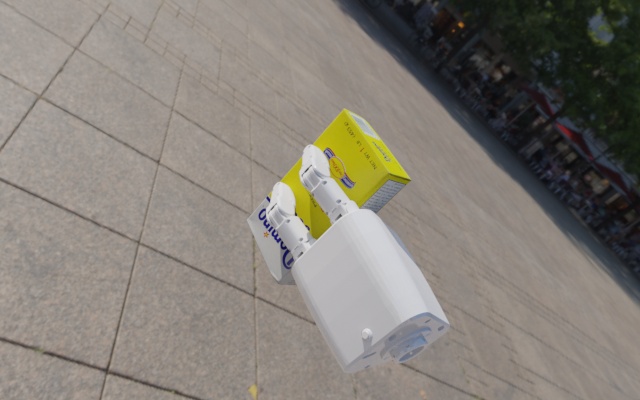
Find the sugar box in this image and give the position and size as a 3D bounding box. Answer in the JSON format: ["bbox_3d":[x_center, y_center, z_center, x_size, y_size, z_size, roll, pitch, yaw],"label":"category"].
[{"bbox_3d":[0.000,0.002,0.498,0.176,0.093,0.048,-46,-34,24],"label":"sugar box"}]
